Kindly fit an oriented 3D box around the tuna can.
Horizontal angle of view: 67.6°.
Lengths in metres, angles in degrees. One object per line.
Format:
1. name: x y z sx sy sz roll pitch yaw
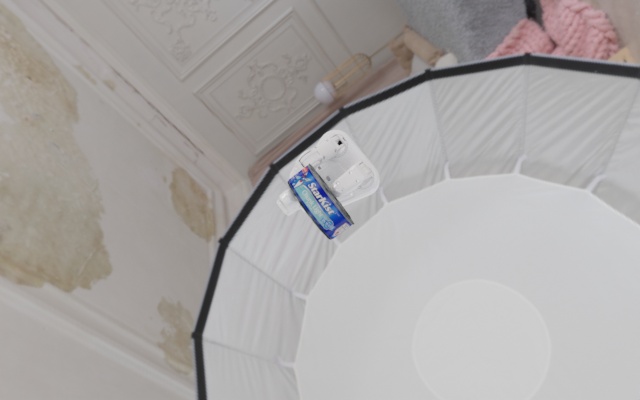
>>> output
1. tuna can: 0.000 0.002 0.543 0.034 0.086 0.086 -37 -3 4
